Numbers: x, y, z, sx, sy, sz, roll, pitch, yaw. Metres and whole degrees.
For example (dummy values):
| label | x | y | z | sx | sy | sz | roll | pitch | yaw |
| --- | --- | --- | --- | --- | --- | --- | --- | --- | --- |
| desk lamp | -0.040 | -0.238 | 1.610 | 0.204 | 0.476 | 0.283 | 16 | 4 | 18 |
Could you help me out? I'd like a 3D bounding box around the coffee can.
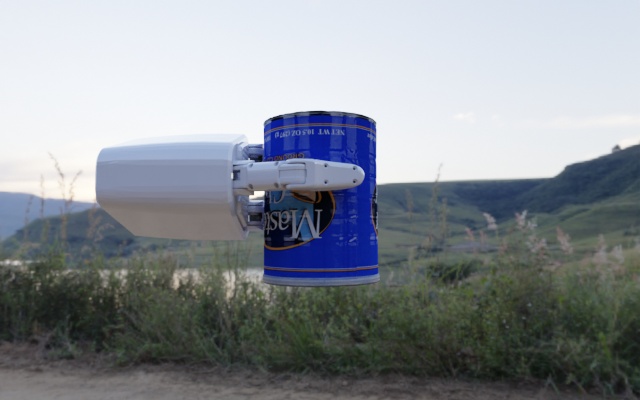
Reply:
| label | x | y | z | sx | sy | sz | roll | pitch | yaw |
| --- | --- | --- | --- | --- | --- | --- | --- | --- | --- |
| coffee can | 0.000 | 0.002 | 0.425 | 0.103 | 0.140 | 0.103 | 0 | -4 | 0 |
